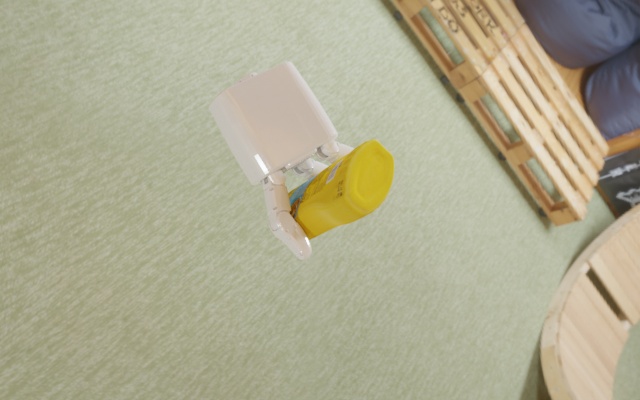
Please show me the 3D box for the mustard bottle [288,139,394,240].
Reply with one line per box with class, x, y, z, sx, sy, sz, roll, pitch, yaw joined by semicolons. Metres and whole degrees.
mustard bottle;0.000;0.002;0.567;0.058;0.096;0.192;40;-36;-17
